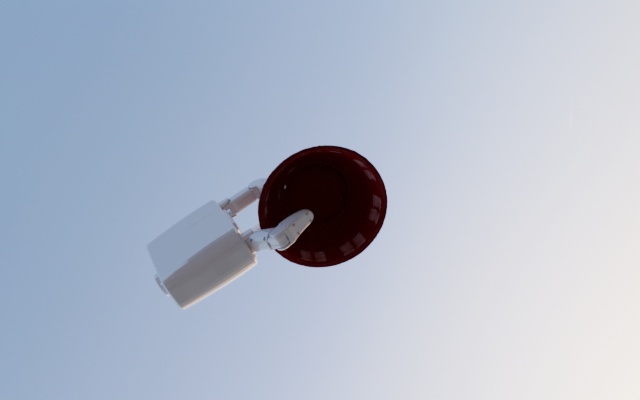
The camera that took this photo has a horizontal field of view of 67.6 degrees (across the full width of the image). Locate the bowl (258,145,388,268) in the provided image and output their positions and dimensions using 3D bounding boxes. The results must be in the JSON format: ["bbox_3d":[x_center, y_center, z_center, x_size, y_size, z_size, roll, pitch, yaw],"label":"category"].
[{"bbox_3d":[0.001,0.001,0.607,0.162,0.162,0.055,0,21,-11],"label":"bowl"}]
